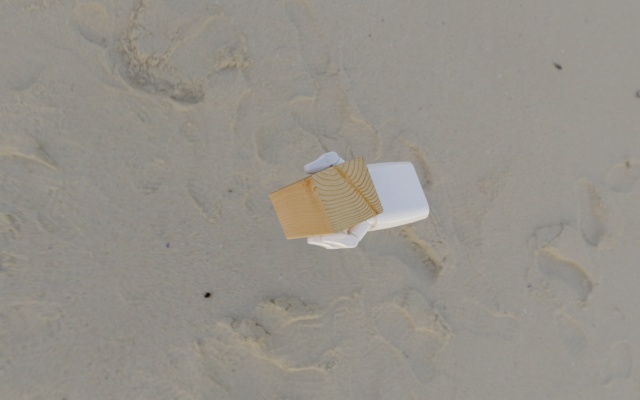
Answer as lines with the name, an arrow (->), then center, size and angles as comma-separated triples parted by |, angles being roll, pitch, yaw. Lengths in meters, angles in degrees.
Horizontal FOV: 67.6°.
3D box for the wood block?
wood block -> 0.000, 0.002, 0.769 | 0.090, 0.091, 0.206 | -22, 2, -24
